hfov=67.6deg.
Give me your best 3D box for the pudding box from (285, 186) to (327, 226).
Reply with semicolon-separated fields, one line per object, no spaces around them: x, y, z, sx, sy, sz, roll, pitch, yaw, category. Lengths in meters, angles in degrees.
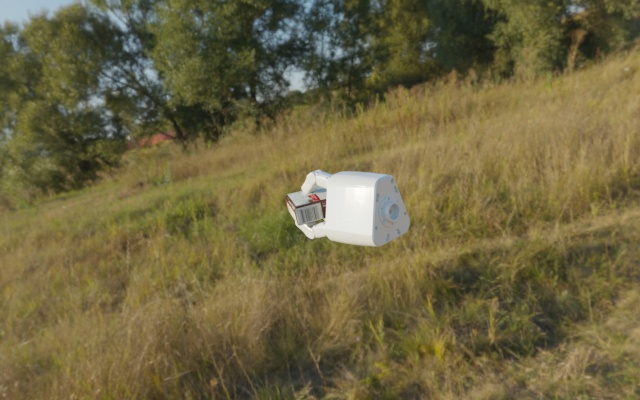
0.000;0.003;0.867;0.113;0.039;0.090;-13;17;-11;pudding box
